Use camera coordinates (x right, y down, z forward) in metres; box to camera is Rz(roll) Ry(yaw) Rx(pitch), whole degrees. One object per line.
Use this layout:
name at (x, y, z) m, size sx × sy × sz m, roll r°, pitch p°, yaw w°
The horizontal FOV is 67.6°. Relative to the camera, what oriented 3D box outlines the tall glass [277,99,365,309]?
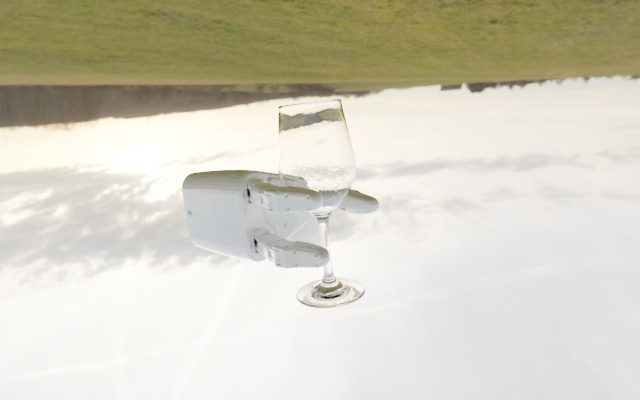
tall glass at (0.000, 0.002, 0.486) m, size 0.079 × 0.201 × 0.079 m, roll -6°, pitch 13°, yaw 1°
